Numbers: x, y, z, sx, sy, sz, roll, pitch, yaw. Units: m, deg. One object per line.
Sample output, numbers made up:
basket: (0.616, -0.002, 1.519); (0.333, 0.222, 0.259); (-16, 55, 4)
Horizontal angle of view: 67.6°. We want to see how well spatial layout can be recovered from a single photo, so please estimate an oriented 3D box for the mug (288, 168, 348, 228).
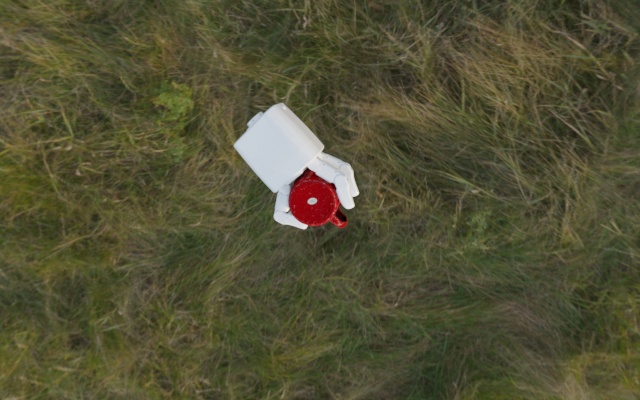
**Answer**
mug: (0.001, 0.004, 0.806); (0.093, 0.117, 0.081); (-42, 6, 16)
